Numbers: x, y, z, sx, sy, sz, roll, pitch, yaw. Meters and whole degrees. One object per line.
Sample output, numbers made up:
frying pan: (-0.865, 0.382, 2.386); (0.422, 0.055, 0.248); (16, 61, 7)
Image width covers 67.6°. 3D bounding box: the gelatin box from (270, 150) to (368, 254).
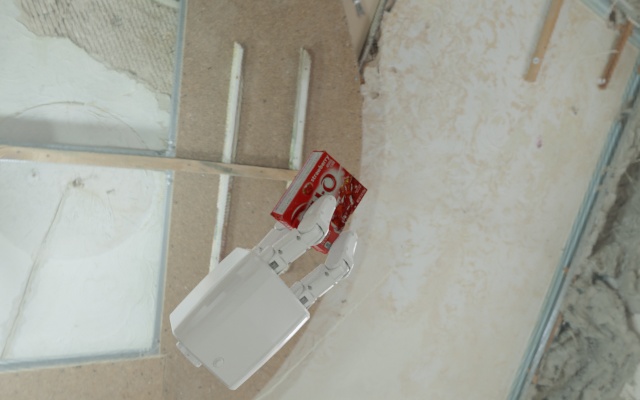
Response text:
gelatin box: (0.000, 0.001, 0.523); (0.073, 0.089, 0.030); (40, -14, -28)
